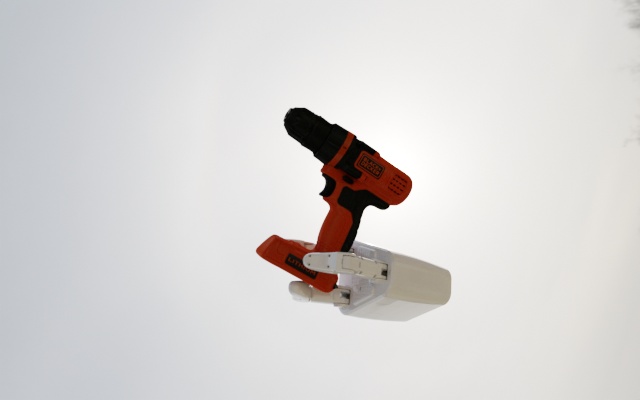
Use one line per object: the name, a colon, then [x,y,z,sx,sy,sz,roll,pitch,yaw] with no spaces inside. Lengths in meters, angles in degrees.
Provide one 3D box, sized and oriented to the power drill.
power drill: [0.000,0.002,0.584,0.184,0.187,0.057,32,-4,-11]
